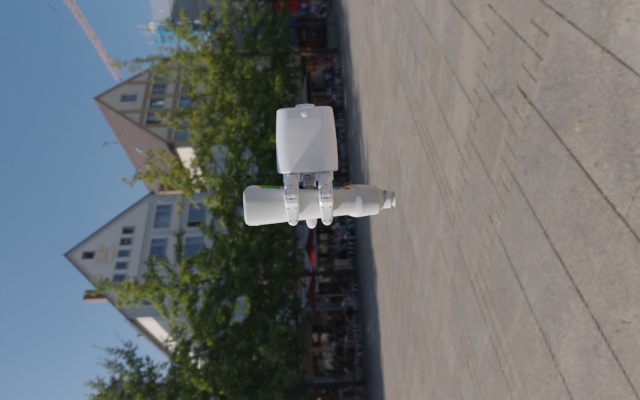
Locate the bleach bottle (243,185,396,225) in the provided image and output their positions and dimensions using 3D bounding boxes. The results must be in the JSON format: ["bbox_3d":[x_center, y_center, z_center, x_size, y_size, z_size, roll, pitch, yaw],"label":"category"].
[{"bbox_3d":[0.000,0.003,0.818,0.251,0.068,0.102,-3,4,0],"label":"bleach bottle"}]
